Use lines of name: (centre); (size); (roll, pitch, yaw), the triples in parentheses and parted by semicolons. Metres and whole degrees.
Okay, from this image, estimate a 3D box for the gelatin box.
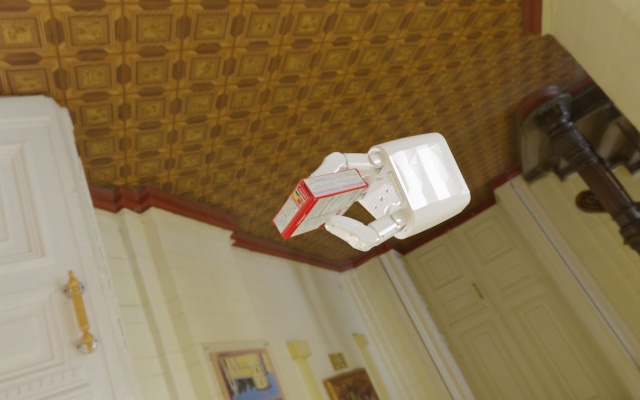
gelatin box: (0.000, 0.002, 0.527); (0.089, 0.030, 0.073); (-16, -26, -43)
